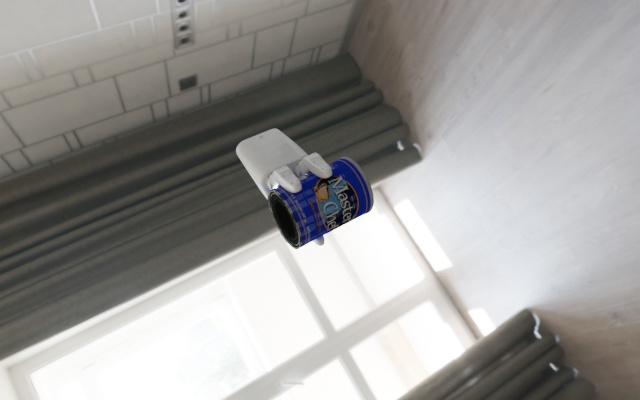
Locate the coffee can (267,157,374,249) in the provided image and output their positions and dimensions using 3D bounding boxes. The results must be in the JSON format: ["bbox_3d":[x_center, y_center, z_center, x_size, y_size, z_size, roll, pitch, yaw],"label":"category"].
[{"bbox_3d":[0.000,0.003,0.772,0.140,0.103,0.103,-26,10,-21],"label":"coffee can"}]
